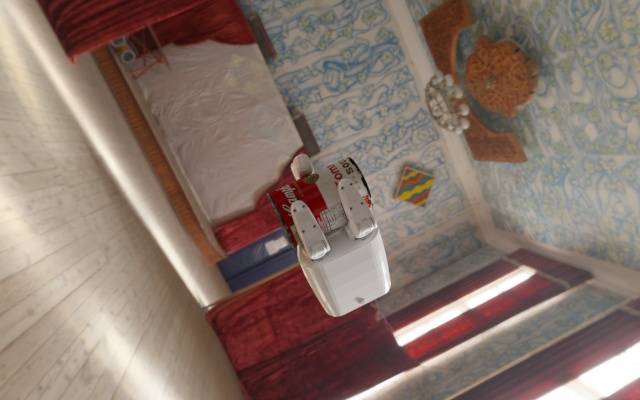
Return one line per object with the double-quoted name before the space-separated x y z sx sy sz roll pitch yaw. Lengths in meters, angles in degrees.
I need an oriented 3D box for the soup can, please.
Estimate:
"soup can" 0.000 0.001 0.537 0.102 0.068 0.068 -25 3 -6
